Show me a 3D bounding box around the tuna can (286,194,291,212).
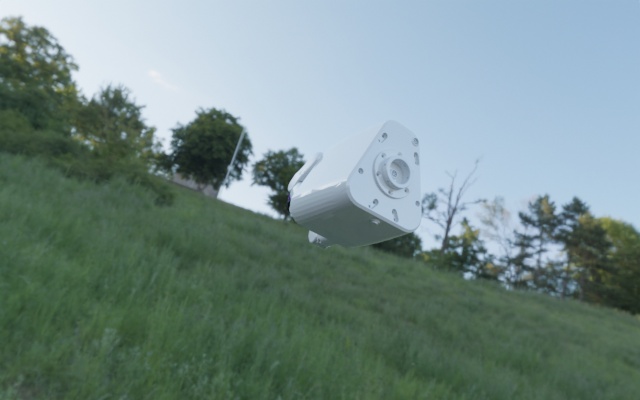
[{"bbox_3d":[0.000,0.002,0.629,0.086,0.033,0.086,11,-23,5],"label":"tuna can"}]
